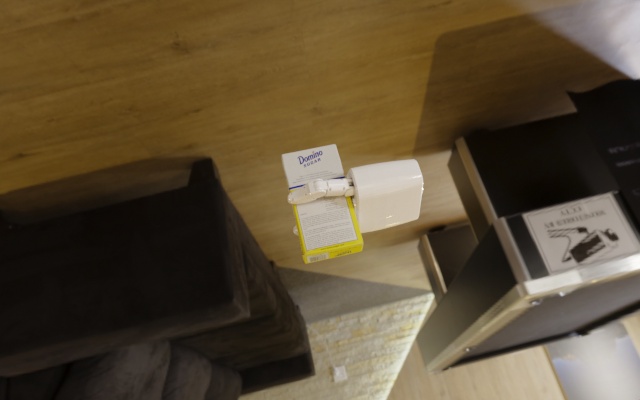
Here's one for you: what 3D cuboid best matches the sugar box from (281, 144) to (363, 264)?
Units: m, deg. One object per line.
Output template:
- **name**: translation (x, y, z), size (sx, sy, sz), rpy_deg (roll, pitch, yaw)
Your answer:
- **sugar box**: translation (0.000, 0.003, 0.751), size (0.093, 0.176, 0.048), rpy_deg (-11, -26, -5)
